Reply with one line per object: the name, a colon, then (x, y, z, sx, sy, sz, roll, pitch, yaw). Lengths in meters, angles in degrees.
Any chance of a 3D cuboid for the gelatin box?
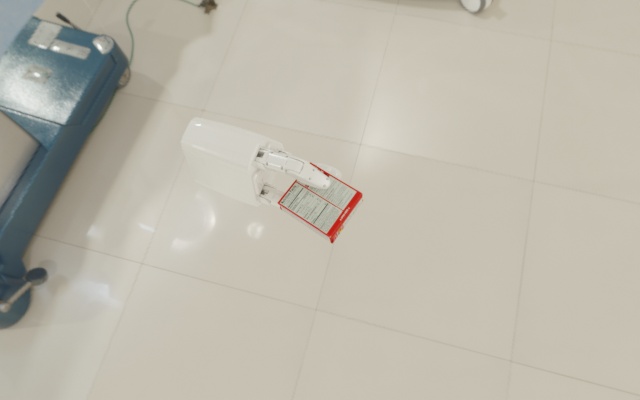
gelatin box: (0.000, 0.002, 0.629, 0.089, 0.073, 0.030, 32, -15, 18)
